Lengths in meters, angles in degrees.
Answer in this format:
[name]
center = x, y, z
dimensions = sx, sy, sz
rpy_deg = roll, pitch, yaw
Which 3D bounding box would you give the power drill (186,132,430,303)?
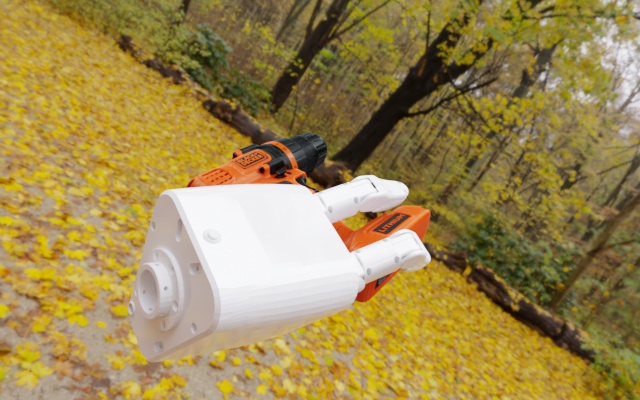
[power drill]
center = 0.000, 0.002, 0.441
dimensions = 0.187, 0.057, 0.184
rpy_deg = 27, 38, 26
